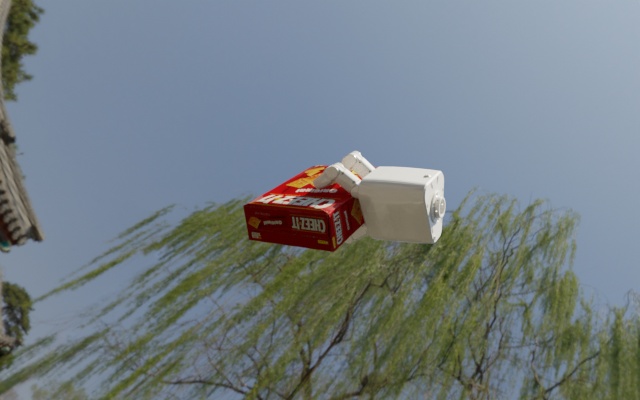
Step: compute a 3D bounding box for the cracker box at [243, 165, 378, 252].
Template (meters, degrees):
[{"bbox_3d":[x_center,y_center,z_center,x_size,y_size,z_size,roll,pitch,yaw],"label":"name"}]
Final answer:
[{"bbox_3d":[0.000,0.003,0.813,0.164,0.072,0.213,4,23,32],"label":"cracker box"}]
